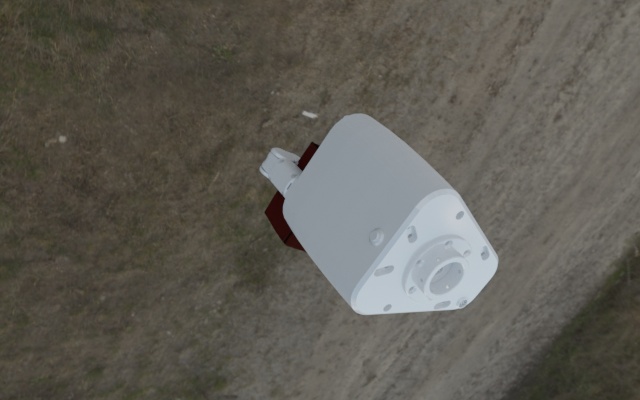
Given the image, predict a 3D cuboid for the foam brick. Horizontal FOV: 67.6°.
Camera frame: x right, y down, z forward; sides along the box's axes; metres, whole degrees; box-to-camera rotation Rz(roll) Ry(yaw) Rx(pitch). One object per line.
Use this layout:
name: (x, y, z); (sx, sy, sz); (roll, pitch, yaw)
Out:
foam brick: (0.000, 0.002, 0.401); (0.053, 0.078, 0.051); (24, 17, -38)
